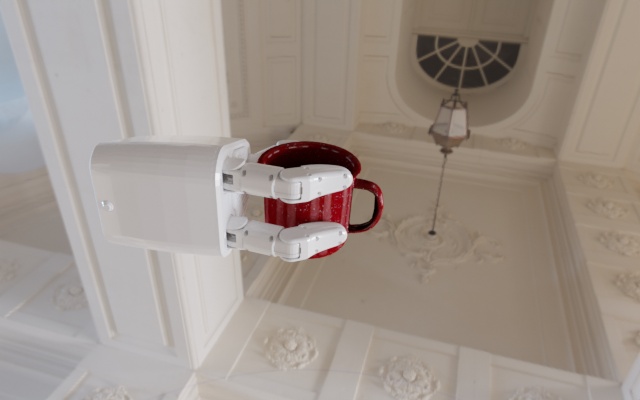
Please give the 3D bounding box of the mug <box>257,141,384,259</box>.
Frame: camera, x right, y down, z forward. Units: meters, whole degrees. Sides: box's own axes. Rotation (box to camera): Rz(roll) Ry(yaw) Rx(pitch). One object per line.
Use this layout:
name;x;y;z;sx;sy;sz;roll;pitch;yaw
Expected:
mug;0.002;0.002;0.447;0.117;0.081;0.093;6;31;4
